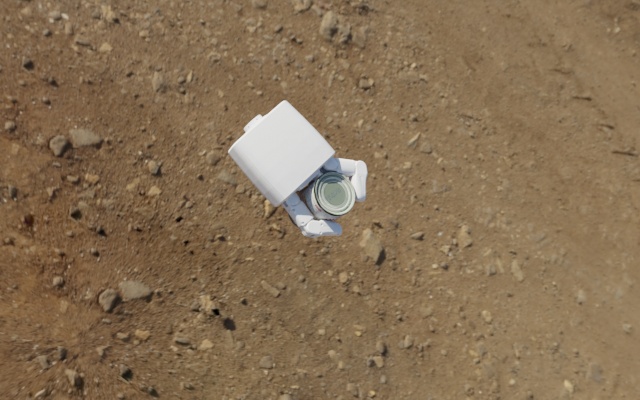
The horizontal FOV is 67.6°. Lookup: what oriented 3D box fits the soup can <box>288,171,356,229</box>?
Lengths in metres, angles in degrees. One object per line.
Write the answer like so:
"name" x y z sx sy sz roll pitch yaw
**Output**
"soup can" 0.000 0.003 0.719 0.068 0.068 0.102 0 -15 -27
